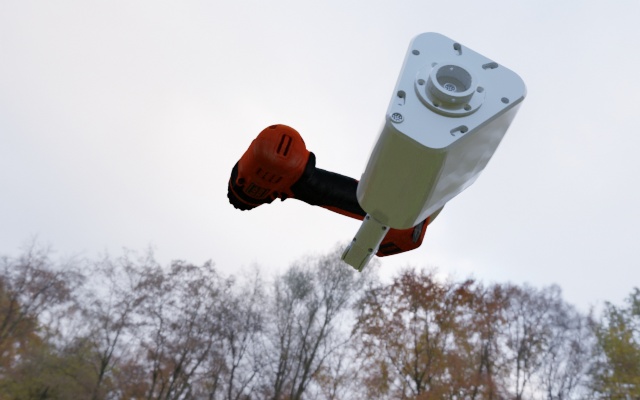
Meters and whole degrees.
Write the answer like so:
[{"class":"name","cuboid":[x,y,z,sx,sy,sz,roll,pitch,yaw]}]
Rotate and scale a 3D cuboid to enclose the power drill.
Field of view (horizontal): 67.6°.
[{"class":"power drill","cuboid":[0.001,0.002,0.483,0.188,0.057,0.184,21,-18,-14]}]
